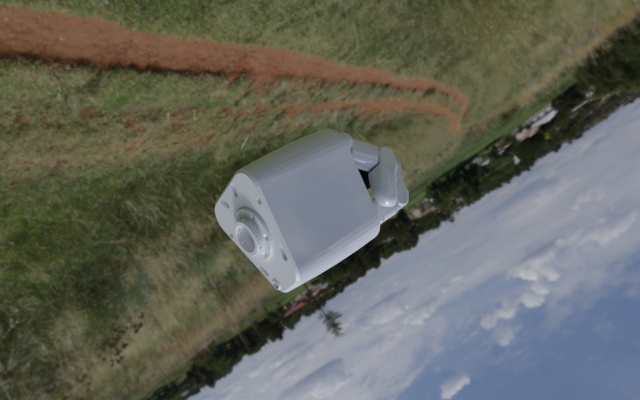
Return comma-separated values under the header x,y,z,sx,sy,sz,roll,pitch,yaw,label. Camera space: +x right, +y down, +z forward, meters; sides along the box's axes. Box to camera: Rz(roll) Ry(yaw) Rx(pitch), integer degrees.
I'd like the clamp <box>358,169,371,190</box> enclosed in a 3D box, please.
x,y,z,sx,sy,sz,roll,pitch,yaw,label
0.001,0.002,0.537,0.120,0.039,0.171,-29,-9,-38,clamp
